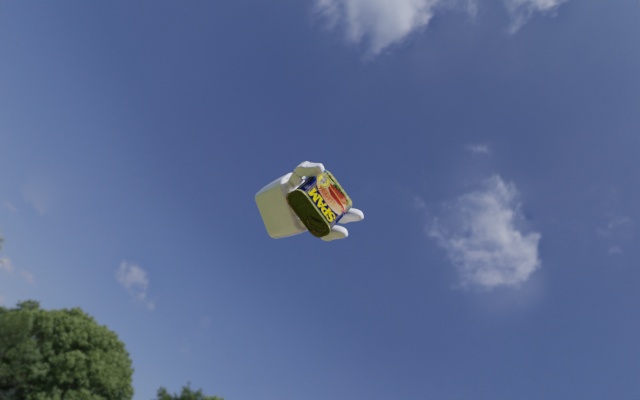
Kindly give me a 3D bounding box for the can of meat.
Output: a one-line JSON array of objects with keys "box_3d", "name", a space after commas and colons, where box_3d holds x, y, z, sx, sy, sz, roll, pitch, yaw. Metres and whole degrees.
[{"box_3d": [0.000, 0.003, 0.884, 0.057, 0.102, 0.084, -25, 14, 50], "name": "can of meat"}]
